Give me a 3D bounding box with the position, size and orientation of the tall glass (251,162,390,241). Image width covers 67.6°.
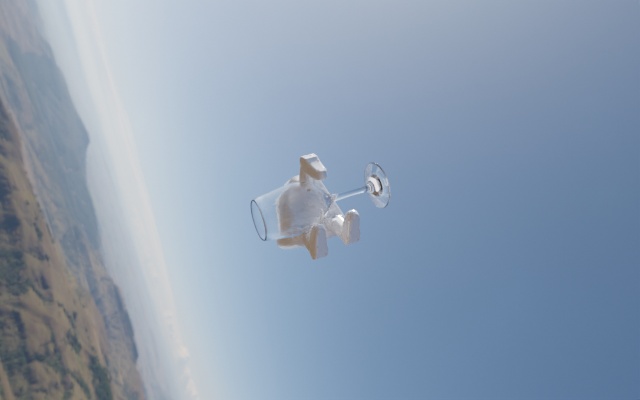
[{"bbox_3d":[0.001,0.002,0.714,0.201,0.079,0.079,-16,6,-21],"label":"tall glass"}]
